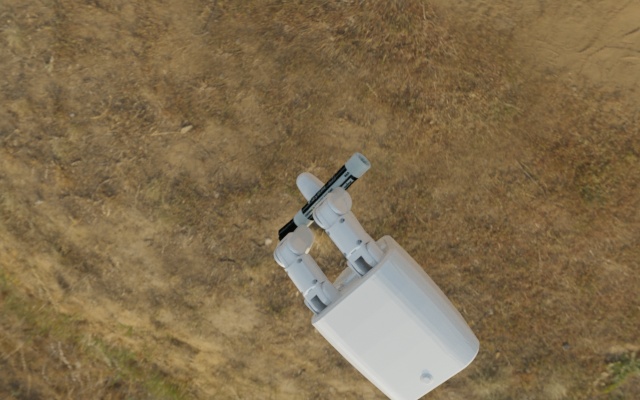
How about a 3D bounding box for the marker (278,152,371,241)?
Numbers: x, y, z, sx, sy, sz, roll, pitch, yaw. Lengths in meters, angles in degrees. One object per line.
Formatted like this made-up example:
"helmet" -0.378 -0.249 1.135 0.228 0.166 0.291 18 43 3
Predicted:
"marker" 0.000 0.002 0.458 0.121 0.020 0.020 -45 -22 24
